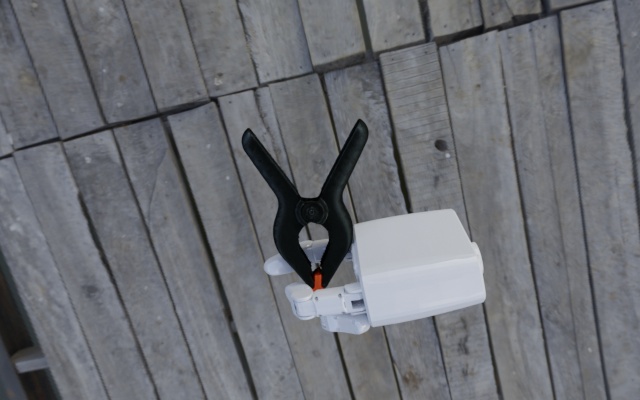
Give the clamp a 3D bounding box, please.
[{"bbox_3d":[0.000,0.002,0.466,0.120,0.171,0.039,-12,12,7],"label":"clamp"}]
